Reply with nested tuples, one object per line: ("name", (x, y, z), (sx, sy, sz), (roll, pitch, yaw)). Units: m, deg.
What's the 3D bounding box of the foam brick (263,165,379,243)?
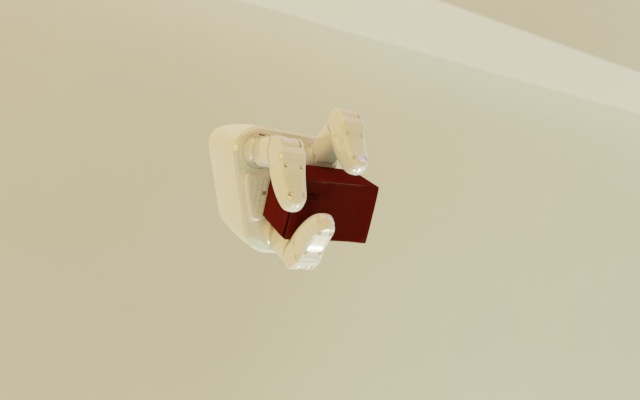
("foam brick", (0.000, 0.001, 0.404), (0.078, 0.053, 0.051), (6, 17, -28))
